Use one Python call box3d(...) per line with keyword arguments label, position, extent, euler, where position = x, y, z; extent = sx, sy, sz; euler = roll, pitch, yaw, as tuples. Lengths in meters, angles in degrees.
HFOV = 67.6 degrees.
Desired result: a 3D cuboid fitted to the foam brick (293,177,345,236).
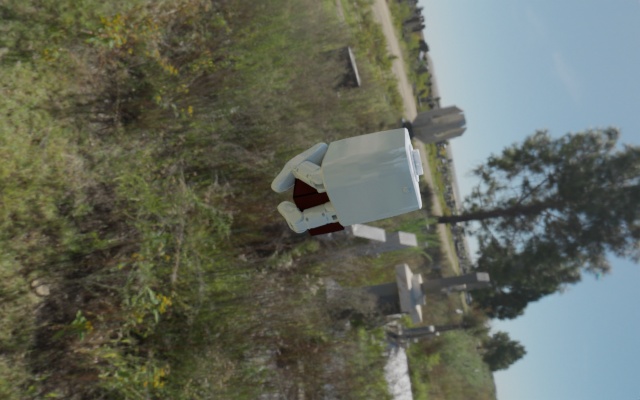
box3d(label="foam brick", position=(0.000, 0.002, 0.659), extent=(0.051, 0.078, 0.053), euler=(-12, 41, 14))
